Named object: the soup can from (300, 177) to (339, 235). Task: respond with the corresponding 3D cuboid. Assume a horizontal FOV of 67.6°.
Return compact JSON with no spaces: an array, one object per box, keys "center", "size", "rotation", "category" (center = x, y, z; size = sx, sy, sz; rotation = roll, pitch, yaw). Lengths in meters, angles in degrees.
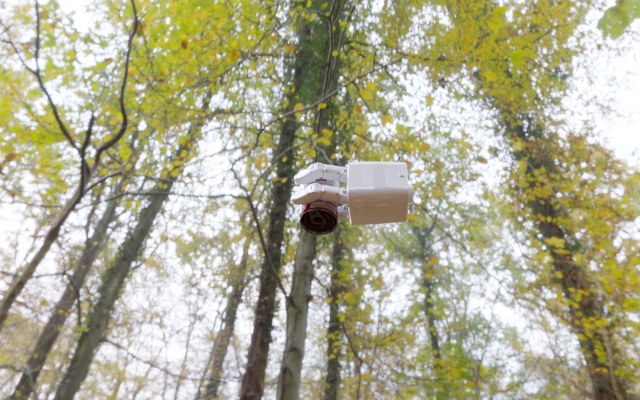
[{"center":[0.000,0.003,0.879],"size":[0.068,0.102,0.069],"rotation":[3,-44,3],"category":"soup can"}]
